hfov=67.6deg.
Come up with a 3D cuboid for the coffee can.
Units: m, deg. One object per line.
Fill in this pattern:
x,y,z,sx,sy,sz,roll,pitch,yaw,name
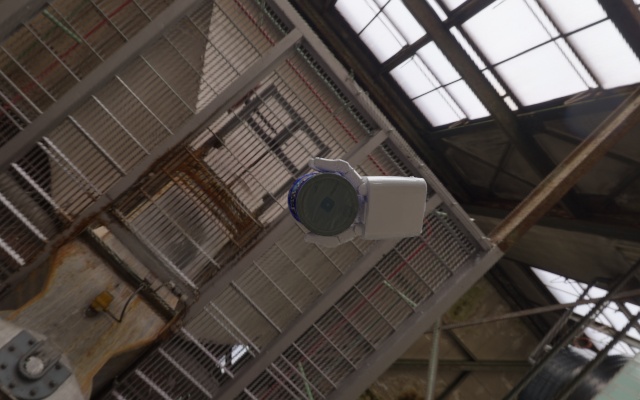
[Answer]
0.000,0.003,0.832,0.103,0.103,0.140,0,3,-10,coffee can
